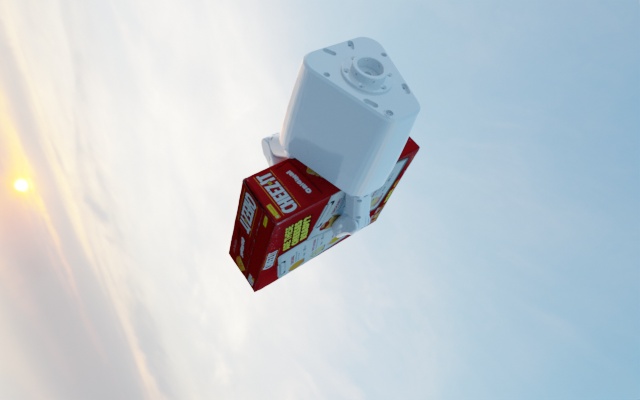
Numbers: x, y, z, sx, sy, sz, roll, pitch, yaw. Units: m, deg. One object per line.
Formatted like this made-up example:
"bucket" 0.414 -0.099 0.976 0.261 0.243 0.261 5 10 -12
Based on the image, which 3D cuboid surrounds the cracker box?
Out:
"cracker box" 0.000 0.002 0.579 0.213 0.072 0.164 -27 -23 -31
